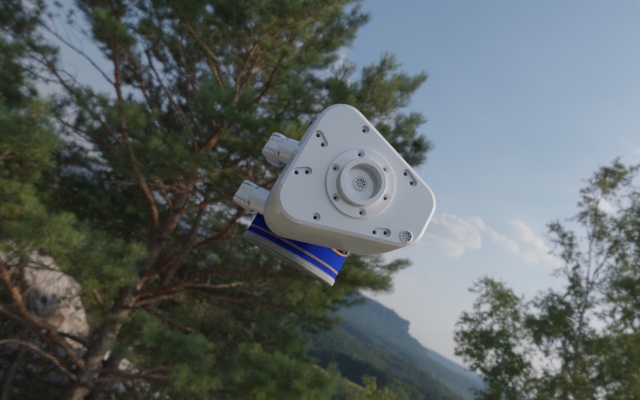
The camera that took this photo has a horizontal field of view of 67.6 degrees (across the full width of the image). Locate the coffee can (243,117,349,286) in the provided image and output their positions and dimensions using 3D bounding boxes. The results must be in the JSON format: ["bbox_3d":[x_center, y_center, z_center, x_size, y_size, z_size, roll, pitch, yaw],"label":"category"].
[{"bbox_3d":[0.000,0.002,0.490,0.103,0.140,0.103,28,-11,6],"label":"coffee can"}]
